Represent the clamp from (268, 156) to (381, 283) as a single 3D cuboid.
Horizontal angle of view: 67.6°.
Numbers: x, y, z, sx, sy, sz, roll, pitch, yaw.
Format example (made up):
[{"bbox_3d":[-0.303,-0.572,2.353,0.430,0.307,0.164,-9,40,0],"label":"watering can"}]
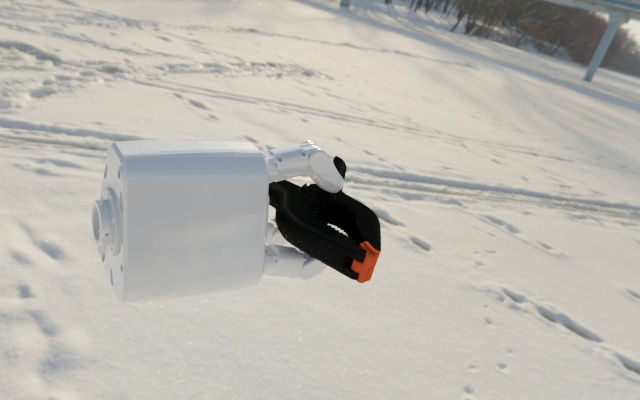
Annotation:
[{"bbox_3d":[0.000,0.001,0.452,0.164,0.036,0.210,-5,31,-35],"label":"clamp"}]
